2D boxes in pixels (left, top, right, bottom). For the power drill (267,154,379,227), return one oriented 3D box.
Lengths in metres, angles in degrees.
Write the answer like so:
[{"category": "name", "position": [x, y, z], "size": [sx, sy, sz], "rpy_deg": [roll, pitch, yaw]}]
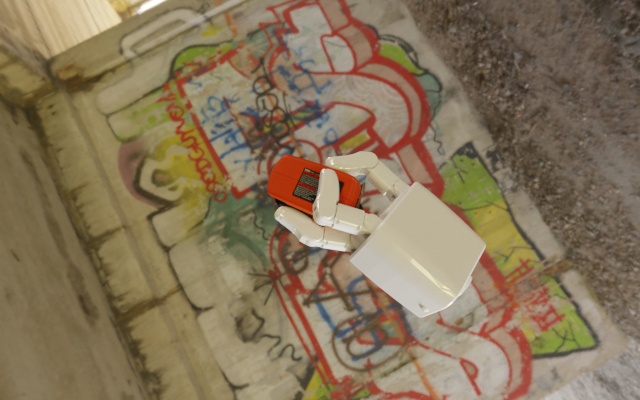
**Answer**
[{"category": "power drill", "position": [0.000, 0.002, 0.613], "size": [0.184, 0.057, 0.188], "rpy_deg": [19, -8, 19]}]
